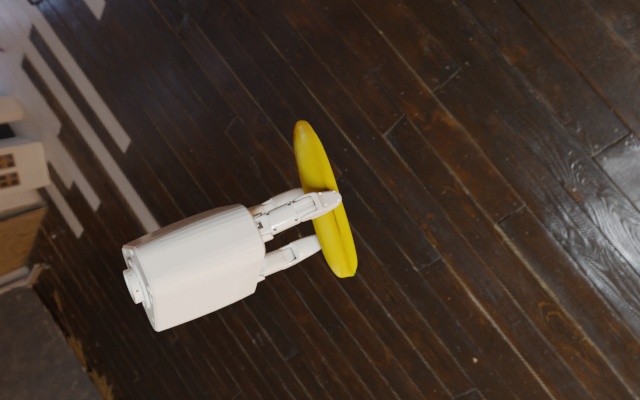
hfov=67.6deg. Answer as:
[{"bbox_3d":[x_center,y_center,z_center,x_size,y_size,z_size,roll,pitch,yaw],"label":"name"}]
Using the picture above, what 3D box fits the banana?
[{"bbox_3d":[0.004,0.008,0.532,0.037,0.198,0.069,-18,13,-7],"label":"banana"}]
